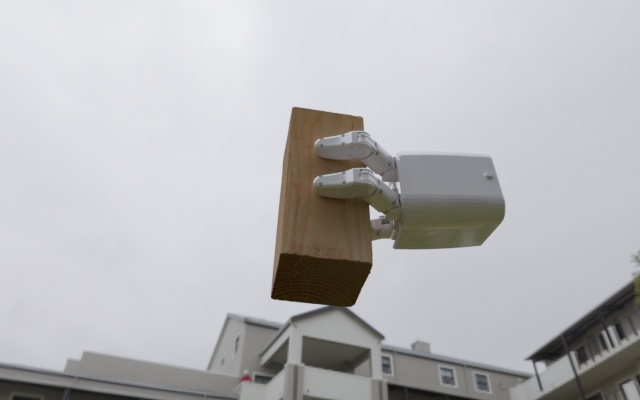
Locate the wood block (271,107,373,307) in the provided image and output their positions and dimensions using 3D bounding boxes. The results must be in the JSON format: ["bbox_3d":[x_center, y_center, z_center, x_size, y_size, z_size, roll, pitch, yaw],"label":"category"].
[{"bbox_3d":[0.000,0.002,0.530,0.090,0.206,0.091,7,-41,-7],"label":"wood block"}]
